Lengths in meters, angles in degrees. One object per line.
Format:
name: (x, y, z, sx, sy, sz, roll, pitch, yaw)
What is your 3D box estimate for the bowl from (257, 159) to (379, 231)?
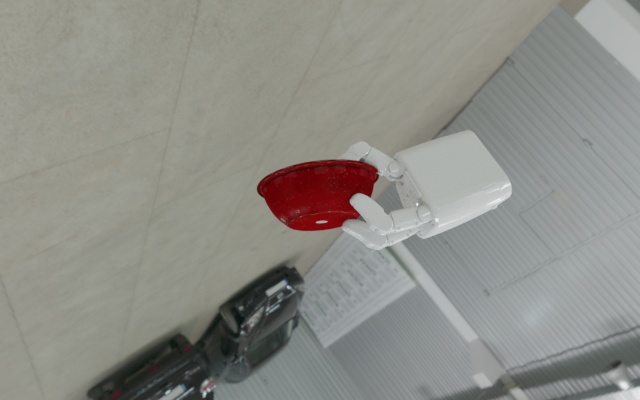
bowl: (-0.001, 0.003, 0.618, 0.162, 0.055, 0.162, -6, -17, -2)
